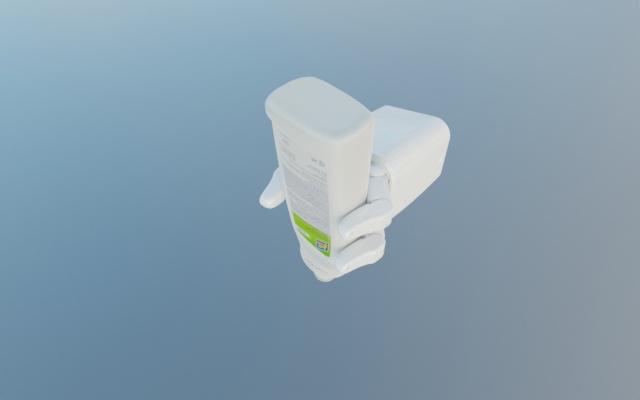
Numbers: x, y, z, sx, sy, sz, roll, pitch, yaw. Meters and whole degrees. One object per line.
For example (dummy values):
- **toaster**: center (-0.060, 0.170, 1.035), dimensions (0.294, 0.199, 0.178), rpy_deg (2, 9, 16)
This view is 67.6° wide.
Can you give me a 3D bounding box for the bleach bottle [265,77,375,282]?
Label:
- **bleach bottle**: center (0.000, 0.002, 0.512), dimensions (0.068, 0.251, 0.102), rpy_deg (-36, 57, -28)
